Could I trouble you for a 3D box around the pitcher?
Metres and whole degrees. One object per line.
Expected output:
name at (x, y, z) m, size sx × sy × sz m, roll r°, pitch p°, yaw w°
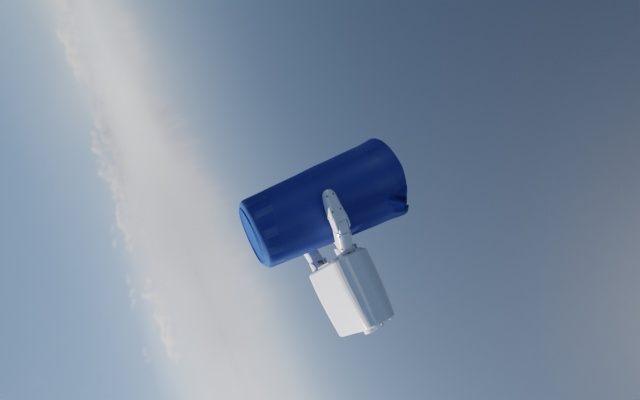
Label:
pitcher at (0.000, 0.003, 0.739) m, size 0.243 × 0.145 × 0.149 m, roll -23°, pitch -9°, yaw -17°
